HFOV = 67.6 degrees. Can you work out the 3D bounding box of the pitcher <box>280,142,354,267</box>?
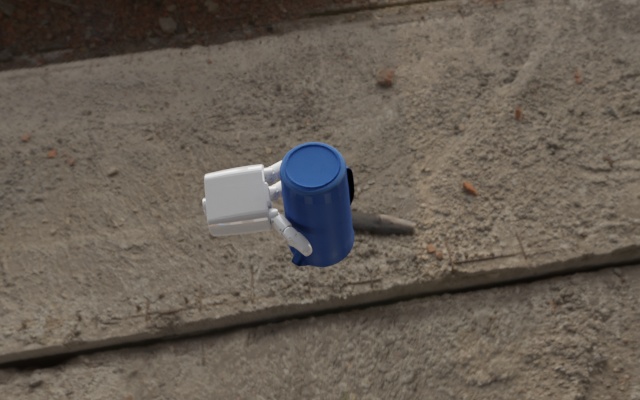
[{"bbox_3d":[0.000,0.003,0.862,0.145,0.149,0.243,-8,-34,-2],"label":"pitcher"}]
